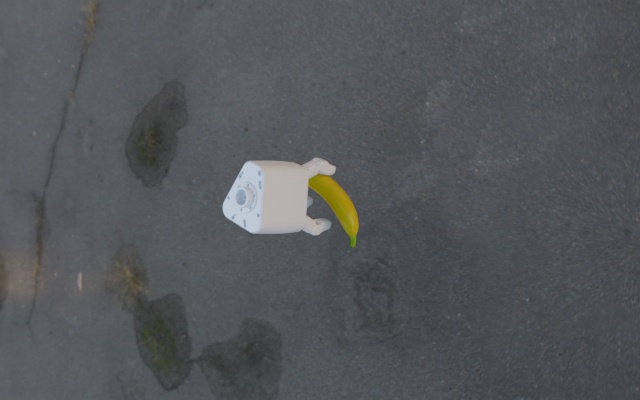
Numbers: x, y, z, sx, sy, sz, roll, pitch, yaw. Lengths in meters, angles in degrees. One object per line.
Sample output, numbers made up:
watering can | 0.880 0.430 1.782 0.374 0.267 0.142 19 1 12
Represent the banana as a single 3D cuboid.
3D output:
banana | 0.012 -0.007 0.872 0.037 0.197 0.070 -8 -37 -50
